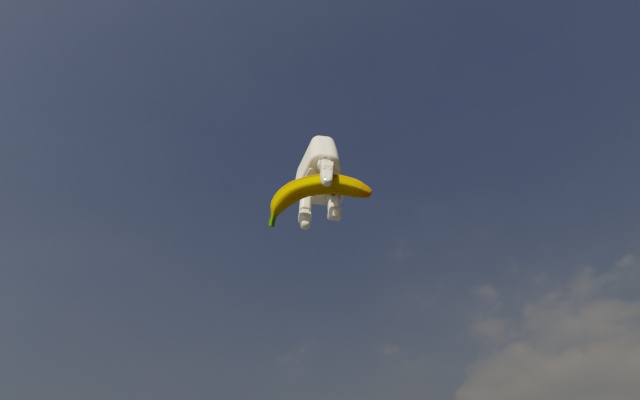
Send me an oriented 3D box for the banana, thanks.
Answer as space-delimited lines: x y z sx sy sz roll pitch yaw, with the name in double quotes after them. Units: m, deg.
-0.009 -0.014 0.869 0.198 0.070 0.037 -17 13 2 "banana"
